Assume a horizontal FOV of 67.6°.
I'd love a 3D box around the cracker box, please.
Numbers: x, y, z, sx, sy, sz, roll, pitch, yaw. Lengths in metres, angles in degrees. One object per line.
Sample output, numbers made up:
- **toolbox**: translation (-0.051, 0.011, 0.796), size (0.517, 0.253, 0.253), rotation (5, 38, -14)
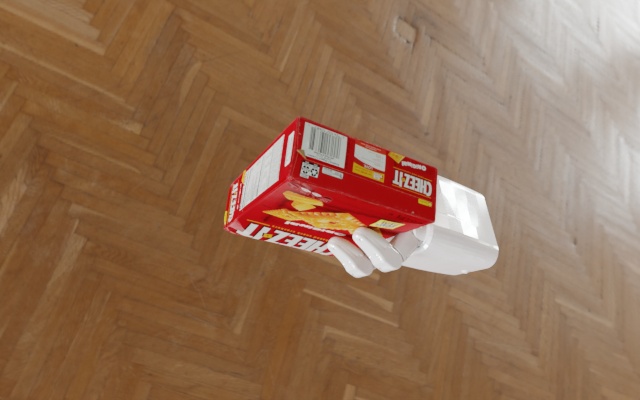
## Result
- **cracker box**: translation (0.000, 0.002, 0.543), size (0.164, 0.072, 0.214), rotation (17, -23, -23)
